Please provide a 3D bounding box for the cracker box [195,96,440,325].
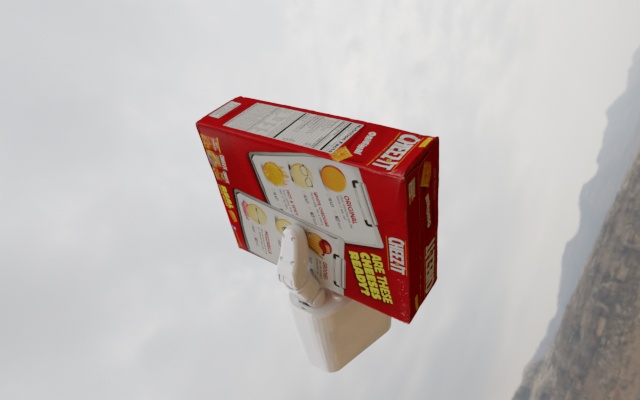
[{"bbox_3d":[0.000,0.002,0.447,0.213,0.164,0.072,18,46,31],"label":"cracker box"}]
